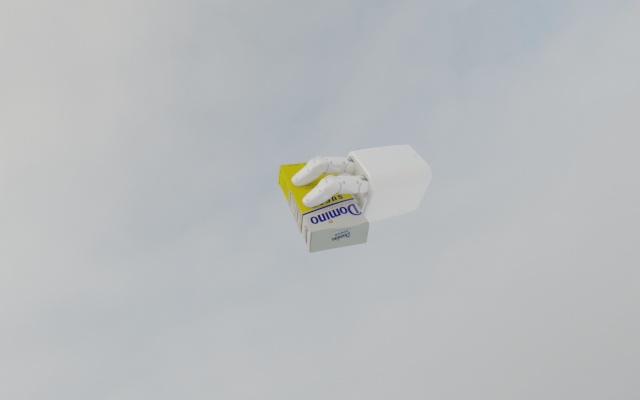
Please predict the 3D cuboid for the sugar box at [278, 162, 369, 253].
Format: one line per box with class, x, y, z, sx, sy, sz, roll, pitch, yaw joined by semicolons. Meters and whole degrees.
sugar box;0.000;0.002;0.749;0.093;0.048;0.176;-9;37;-18
